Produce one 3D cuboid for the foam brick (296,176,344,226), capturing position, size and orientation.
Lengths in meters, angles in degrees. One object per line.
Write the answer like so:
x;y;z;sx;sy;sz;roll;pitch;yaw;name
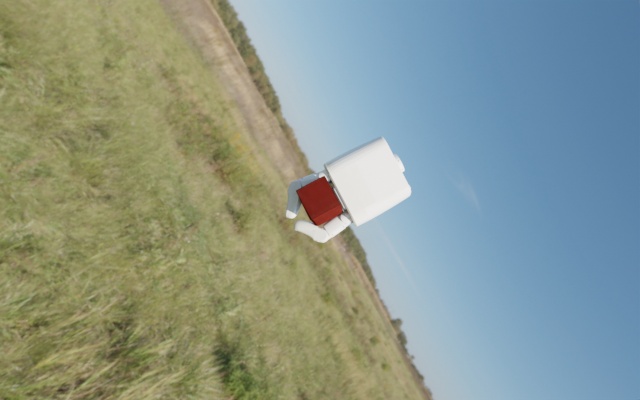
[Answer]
0.000;0.003;0.746;0.051;0.053;0.078;-27;-12;1;foam brick
